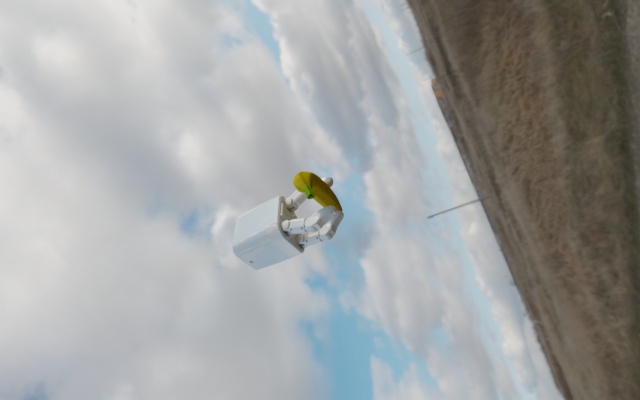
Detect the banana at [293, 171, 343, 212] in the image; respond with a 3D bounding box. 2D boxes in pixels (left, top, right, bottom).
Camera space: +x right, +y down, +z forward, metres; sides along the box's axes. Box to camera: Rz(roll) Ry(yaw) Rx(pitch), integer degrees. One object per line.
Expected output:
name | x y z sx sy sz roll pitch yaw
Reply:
banana | -0.008 -0.014 0.845 0.037 0.069 0.198 -27 -16 13
